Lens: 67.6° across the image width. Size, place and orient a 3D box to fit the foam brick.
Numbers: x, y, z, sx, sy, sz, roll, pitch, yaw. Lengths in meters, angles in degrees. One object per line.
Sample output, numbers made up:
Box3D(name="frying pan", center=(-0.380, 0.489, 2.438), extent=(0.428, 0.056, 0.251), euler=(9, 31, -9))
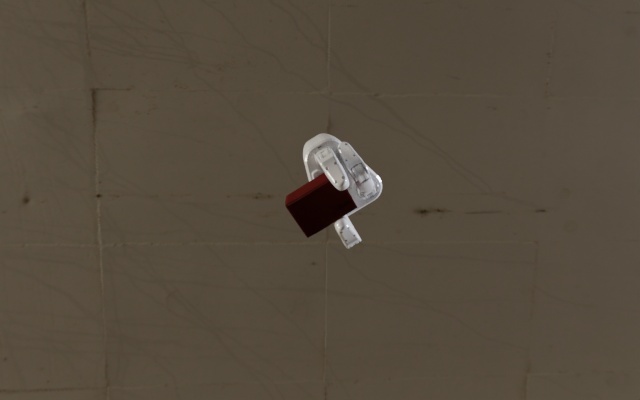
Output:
Box3D(name="foam brick", center=(0.000, 0.002, 0.620), extent=(0.078, 0.053, 0.051), euler=(-31, 15, 3))
